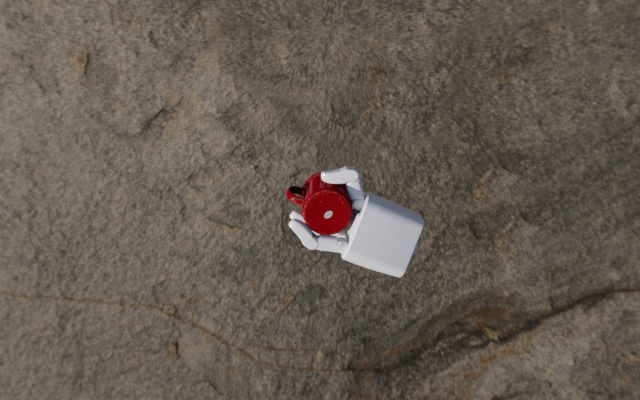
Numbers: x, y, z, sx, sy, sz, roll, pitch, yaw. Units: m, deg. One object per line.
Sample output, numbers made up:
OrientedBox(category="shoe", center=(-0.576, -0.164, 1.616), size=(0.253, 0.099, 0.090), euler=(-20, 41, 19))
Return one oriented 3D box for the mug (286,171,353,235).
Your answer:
OrientedBox(category="mug", center=(-0.001, 0.002, 0.794), size=(0.117, 0.093, 0.081), euler=(19, 19, -7))
